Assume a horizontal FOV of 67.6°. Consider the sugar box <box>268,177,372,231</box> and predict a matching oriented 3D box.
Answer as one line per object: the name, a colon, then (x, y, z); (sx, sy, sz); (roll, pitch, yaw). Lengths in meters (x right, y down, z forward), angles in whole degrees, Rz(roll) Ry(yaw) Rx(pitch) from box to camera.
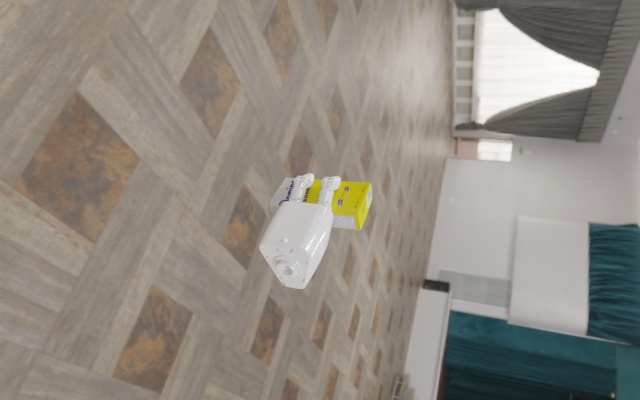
sugar box: (0.000, 0.003, 0.886); (0.176, 0.048, 0.093); (6, 41, 20)
